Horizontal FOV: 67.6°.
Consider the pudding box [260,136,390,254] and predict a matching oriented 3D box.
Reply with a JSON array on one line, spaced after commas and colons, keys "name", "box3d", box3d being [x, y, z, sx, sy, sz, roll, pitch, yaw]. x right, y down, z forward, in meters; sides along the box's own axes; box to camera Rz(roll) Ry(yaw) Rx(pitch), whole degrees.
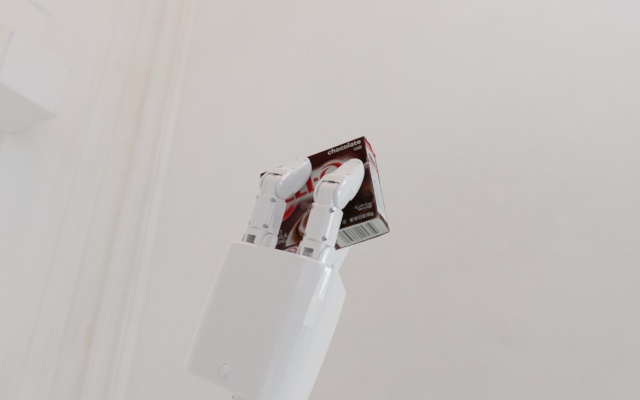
[{"name": "pudding box", "box3d": [0.000, 0.002, 0.437, 0.113, 0.090, 0.039, -17, -35, 16]}]
